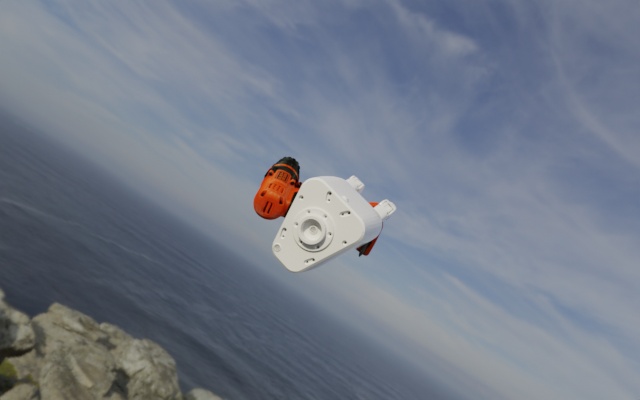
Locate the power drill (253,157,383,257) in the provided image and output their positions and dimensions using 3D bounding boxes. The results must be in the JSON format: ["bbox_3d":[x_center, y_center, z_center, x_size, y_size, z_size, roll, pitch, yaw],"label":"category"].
[{"bbox_3d":[0.001,0.003,0.723,0.187,0.057,0.184,22,25,-3],"label":"power drill"}]
